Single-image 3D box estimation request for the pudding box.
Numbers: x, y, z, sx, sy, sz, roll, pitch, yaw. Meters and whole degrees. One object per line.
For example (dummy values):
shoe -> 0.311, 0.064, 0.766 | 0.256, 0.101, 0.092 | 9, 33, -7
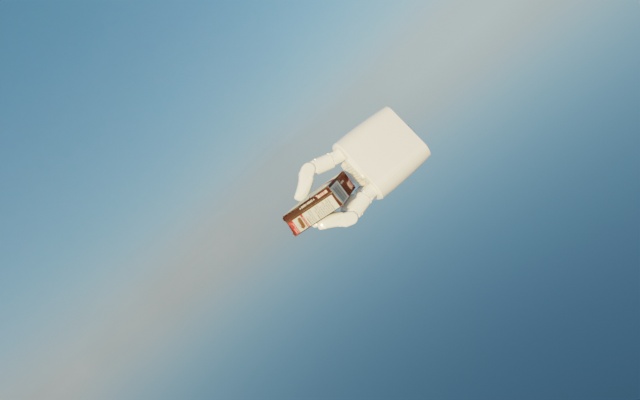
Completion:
pudding box -> 0.000, 0.002, 0.725 | 0.090, 0.039, 0.113 | -35, 3, 20
